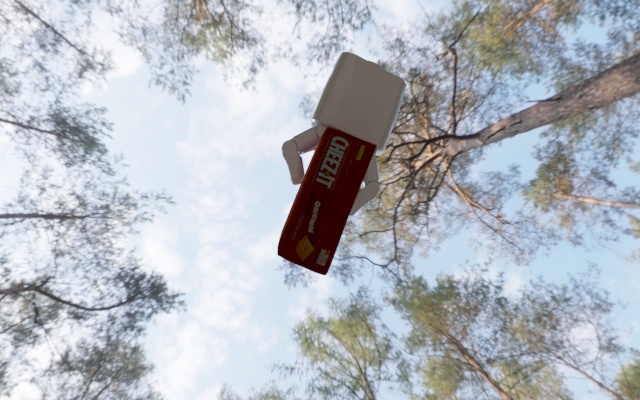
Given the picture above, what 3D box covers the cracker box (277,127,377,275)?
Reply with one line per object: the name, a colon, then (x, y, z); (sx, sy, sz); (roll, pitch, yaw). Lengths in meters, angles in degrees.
cracker box: (0.000, 0.002, 0.650); (0.072, 0.164, 0.214); (21, -3, -2)
